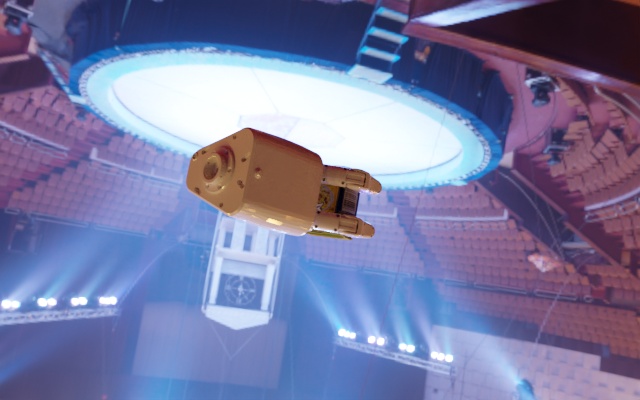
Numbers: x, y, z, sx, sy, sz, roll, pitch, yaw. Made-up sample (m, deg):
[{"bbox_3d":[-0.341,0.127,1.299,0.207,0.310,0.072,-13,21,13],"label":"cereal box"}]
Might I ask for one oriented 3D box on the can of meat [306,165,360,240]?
[{"bbox_3d":[0.000,0.002,0.603,0.102,0.084,0.057,4,-10,36],"label":"can of meat"}]
